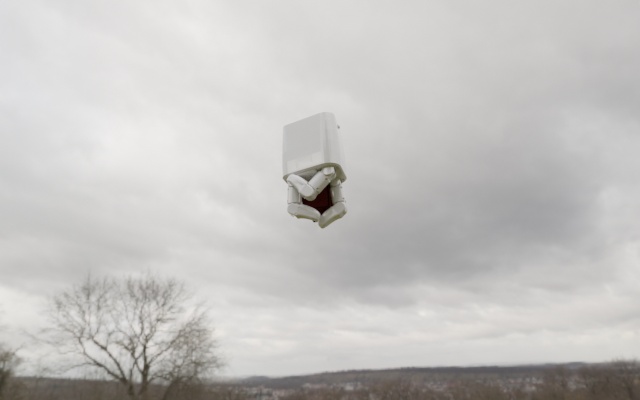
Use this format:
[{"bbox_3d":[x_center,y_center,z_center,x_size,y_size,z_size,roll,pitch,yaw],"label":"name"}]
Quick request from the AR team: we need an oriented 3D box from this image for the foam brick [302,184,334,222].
[{"bbox_3d":[0.000,0.003,0.886,0.053,0.051,0.078,-9,-21,11],"label":"foam brick"}]
